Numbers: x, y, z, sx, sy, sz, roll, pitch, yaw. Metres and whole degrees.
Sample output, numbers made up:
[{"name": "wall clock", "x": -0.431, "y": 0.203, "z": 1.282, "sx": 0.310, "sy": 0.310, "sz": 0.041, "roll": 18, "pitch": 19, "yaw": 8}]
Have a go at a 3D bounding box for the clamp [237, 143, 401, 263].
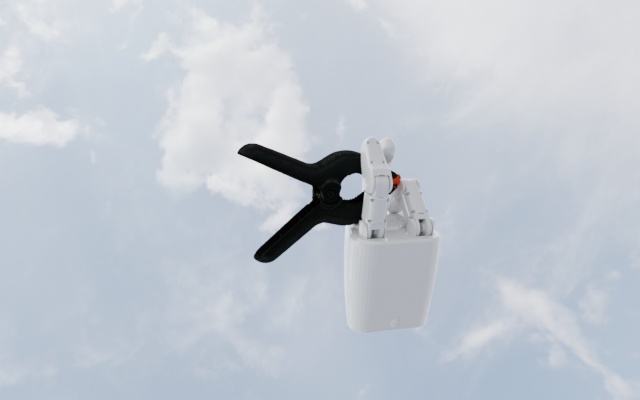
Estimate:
[{"name": "clamp", "x": 0.000, "y": 0.001, "z": 0.494, "sx": 0.171, "sy": 0.120, "sz": 0.039, "roll": -1, "pitch": 16, "yaw": -17}]
